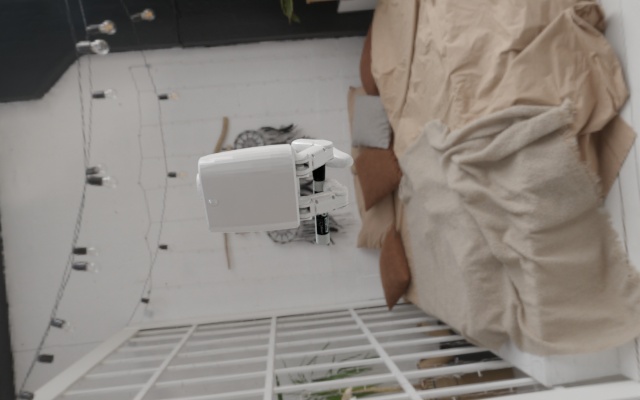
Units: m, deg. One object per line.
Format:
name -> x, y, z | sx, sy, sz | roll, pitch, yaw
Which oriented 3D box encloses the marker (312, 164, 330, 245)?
marker -> 0.000, 0.002, 0.632 | 0.020, 0.121, 0.020 | -3, 24, 1
